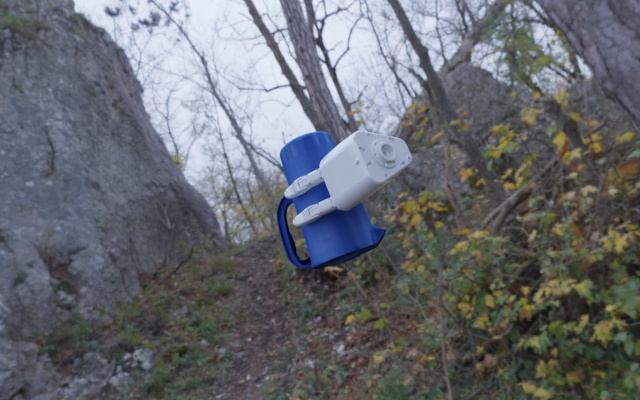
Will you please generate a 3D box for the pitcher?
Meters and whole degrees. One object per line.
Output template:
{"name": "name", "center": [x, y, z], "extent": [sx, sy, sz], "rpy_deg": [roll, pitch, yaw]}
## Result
{"name": "pitcher", "center": [0.000, 0.003, 0.899], "extent": [0.149, 0.242, 0.145], "rpy_deg": [-13, -15, -33]}
